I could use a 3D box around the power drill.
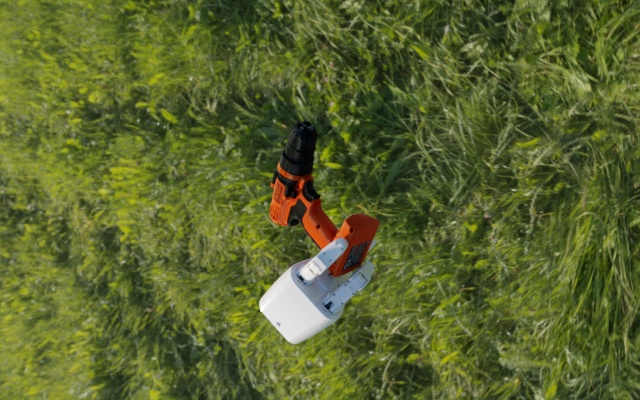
[{"bbox_3d":[0.000,0.003,0.691,0.057,0.185,0.187,-17,49,-35],"label":"power drill"}]
